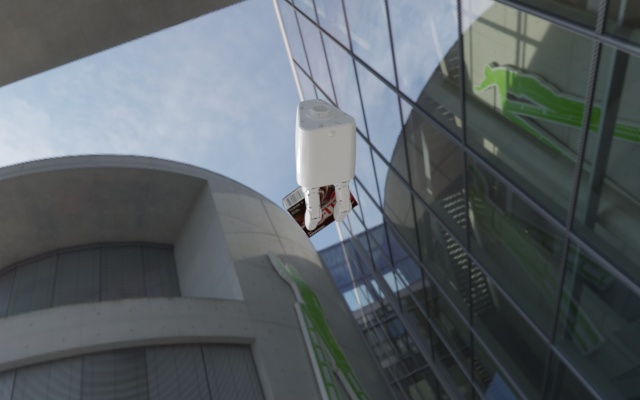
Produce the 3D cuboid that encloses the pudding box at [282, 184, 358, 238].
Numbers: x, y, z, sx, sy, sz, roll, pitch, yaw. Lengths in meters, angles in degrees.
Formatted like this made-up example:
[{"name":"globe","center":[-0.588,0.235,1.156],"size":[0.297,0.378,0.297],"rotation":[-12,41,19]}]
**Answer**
[{"name":"pudding box","center":[0.000,0.003,0.851],"size":[0.113,0.090,0.039],"rotation":[-33,42,2]}]
